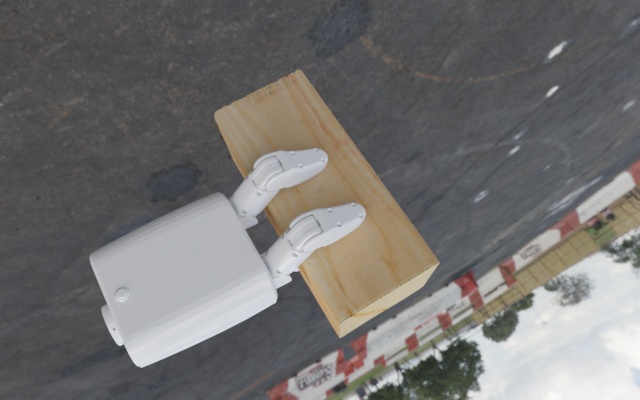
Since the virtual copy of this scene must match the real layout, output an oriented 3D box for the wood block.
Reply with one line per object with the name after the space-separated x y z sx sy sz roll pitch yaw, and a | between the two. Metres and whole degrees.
0.000 0.002 0.418 0.090 0.206 0.091 -29 -21 -9 | wood block
